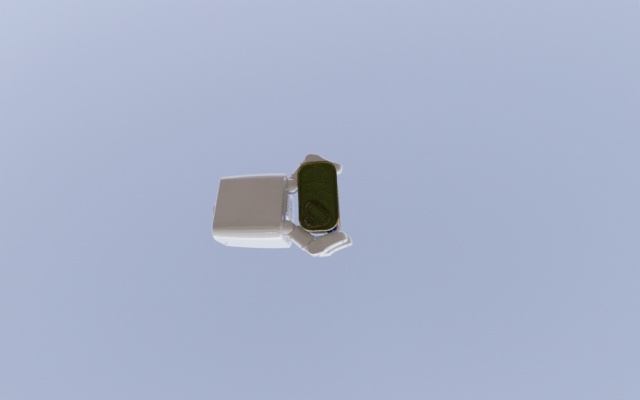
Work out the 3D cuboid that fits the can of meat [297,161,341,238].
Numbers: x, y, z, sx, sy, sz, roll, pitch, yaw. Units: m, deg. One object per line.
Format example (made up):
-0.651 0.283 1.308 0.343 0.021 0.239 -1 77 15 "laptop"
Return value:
0.000 0.002 0.714 0.057 0.102 0.084 -4 -14 5 "can of meat"
